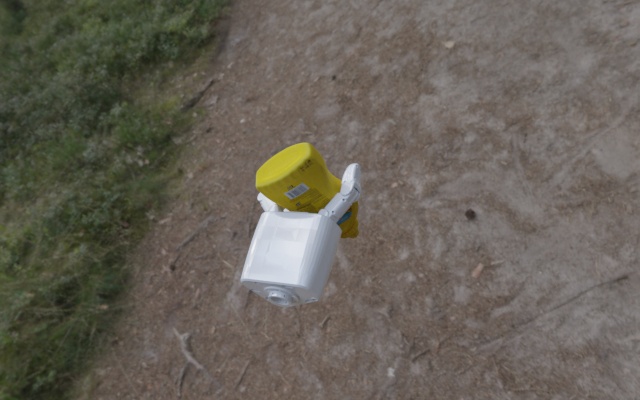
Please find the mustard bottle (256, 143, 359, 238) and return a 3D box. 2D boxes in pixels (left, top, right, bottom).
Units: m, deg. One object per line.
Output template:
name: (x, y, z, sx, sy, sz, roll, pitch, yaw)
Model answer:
mustard bottle: (0.000, 0.002, 0.701, 0.096, 0.058, 0.192, -29, -49, 21)
